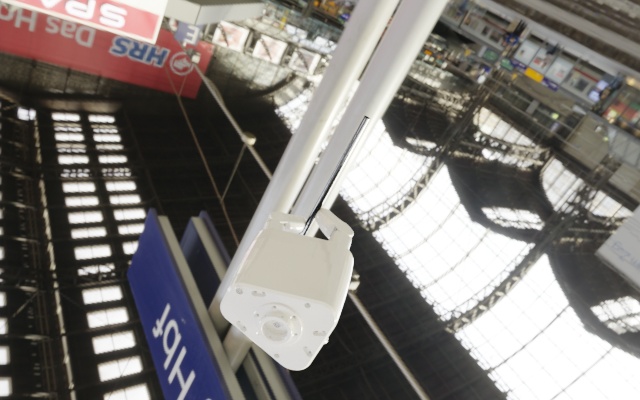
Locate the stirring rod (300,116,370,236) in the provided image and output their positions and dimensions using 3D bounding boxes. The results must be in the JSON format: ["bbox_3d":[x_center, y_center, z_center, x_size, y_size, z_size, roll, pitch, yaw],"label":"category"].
[{"bbox_3d":[0.000,0.002,0.586,0.011,0.240,0.011,23,27,-12],"label":"stirring rod"}]
